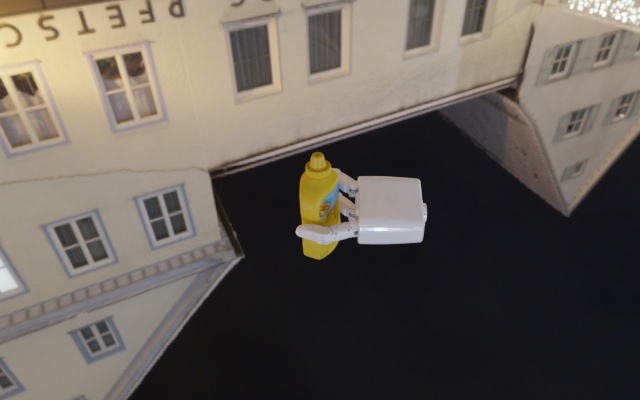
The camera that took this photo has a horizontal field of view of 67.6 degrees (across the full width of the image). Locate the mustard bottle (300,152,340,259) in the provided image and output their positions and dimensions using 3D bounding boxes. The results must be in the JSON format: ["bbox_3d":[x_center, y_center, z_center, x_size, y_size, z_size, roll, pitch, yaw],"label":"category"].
[{"bbox_3d":[0.000,0.003,0.811,0.058,0.192,0.096,16,43,22],"label":"mustard bottle"}]
